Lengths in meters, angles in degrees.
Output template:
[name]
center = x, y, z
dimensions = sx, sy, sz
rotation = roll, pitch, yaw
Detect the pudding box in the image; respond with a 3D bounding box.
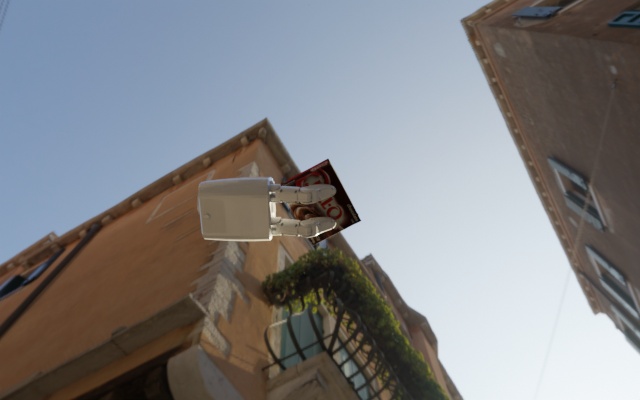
[pudding box]
center = 0.000, 0.002, 0.764
dimensions = 0.090, 0.113, 0.039
rotation = -28, 22, 7
